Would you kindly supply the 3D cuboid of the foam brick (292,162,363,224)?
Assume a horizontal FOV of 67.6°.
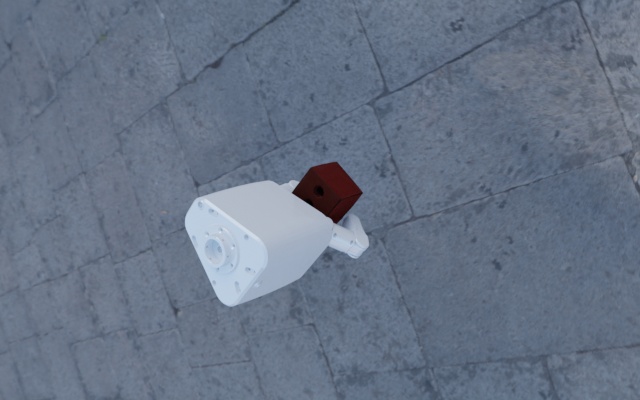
[{"bbox_3d":[0.000,0.002,0.557,0.051,0.053,0.078,-14,-32,-54],"label":"foam brick"}]
